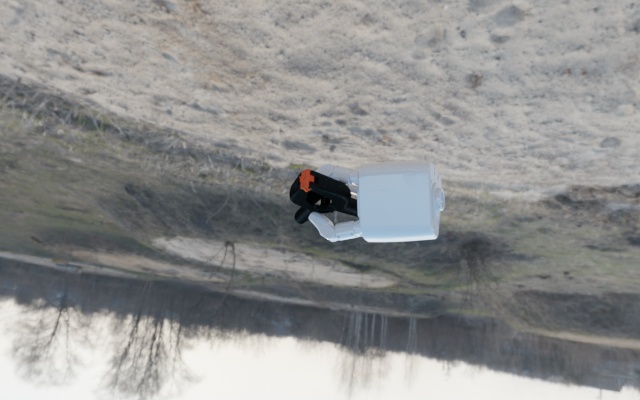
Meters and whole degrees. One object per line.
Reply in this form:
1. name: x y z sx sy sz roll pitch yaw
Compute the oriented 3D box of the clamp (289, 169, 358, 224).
1. clamp: 0.000 0.003 0.759 0.164 0.036 0.210 -5 -20 23
